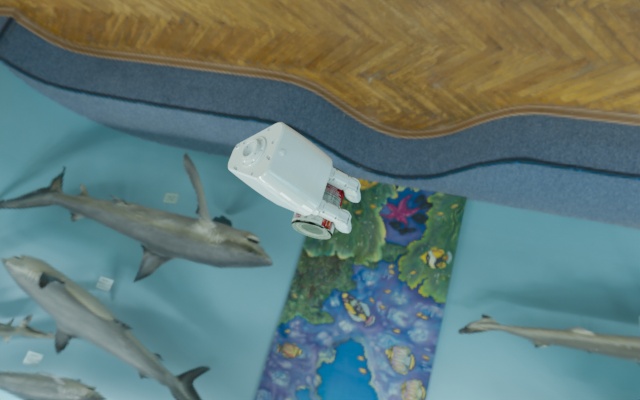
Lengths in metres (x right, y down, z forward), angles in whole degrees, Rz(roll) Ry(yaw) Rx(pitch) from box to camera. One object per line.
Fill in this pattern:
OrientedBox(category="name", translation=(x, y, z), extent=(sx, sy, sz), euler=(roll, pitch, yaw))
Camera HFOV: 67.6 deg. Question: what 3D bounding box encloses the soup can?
OrientedBox(category="soup can", translation=(0.000, 0.003, 0.760), extent=(0.068, 0.102, 0.068), euler=(15, -21, 6))
